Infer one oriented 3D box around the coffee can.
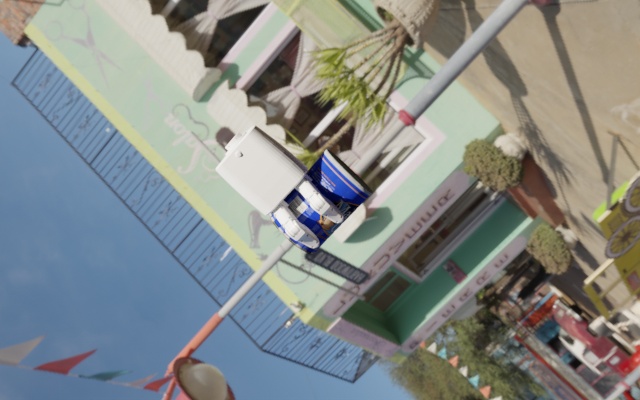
[{"bbox_3d":[0.000,0.003,0.776,0.103,0.140,0.102,42,9,-9],"label":"coffee can"}]
